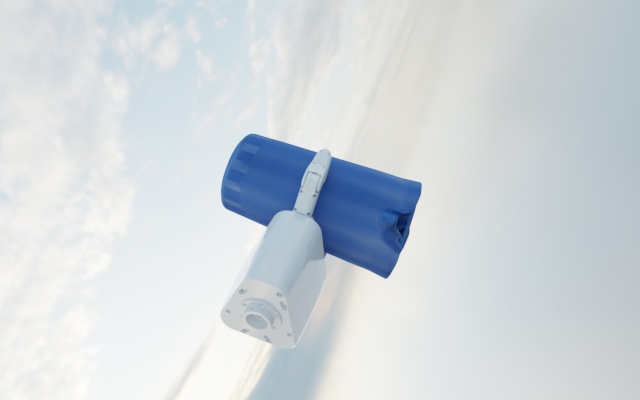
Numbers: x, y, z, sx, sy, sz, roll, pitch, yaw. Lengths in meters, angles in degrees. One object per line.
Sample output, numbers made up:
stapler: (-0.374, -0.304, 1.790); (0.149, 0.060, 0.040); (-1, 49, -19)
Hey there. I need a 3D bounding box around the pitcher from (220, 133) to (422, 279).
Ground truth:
pitcher: (0.000, 0.002, 0.636); (0.243, 0.149, 0.145); (20, 40, 4)
